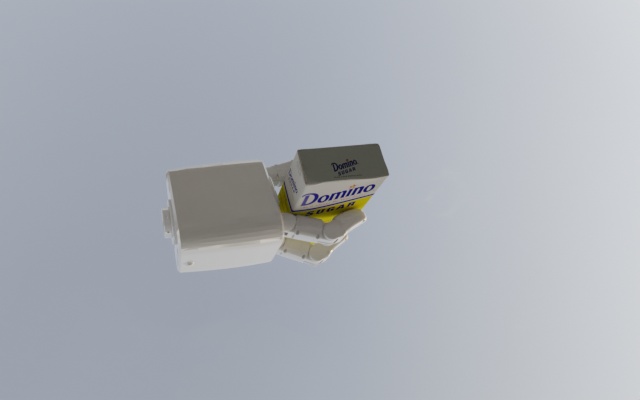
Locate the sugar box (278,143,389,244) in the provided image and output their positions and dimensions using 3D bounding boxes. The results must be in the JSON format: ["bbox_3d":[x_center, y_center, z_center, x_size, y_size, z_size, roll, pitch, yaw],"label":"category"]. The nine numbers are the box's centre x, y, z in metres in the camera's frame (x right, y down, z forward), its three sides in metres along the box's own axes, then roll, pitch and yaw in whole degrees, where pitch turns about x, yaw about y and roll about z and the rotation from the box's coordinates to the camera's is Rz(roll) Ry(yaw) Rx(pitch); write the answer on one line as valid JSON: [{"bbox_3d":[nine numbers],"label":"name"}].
[{"bbox_3d":[0.000,0.002,0.544,0.093,0.048,0.176,-7,-22,-20],"label":"sugar box"}]
